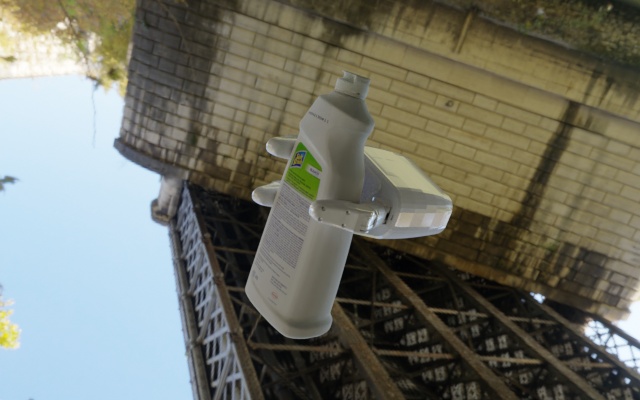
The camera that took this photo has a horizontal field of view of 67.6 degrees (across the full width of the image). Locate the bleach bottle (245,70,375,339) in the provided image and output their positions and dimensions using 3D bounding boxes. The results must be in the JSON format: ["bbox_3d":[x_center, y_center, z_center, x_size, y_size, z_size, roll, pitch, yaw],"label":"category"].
[{"bbox_3d":[0.000,0.002,0.469,0.068,0.251,0.102,4,22,-43],"label":"bleach bottle"}]
